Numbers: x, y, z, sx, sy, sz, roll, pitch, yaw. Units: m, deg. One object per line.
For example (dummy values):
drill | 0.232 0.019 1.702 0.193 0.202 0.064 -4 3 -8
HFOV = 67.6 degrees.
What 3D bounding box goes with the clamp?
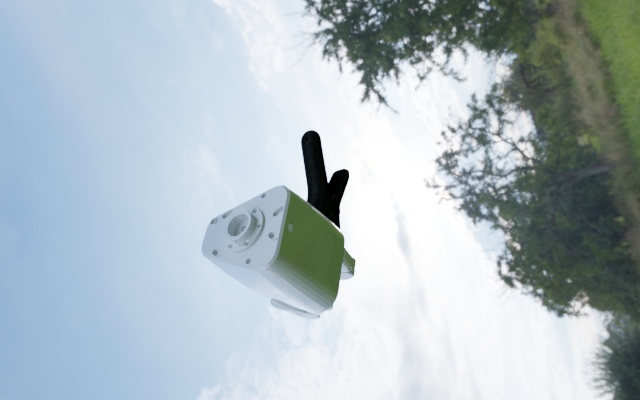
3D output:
clamp | 0.000 0.002 0.588 0.039 0.171 0.120 -12 -37 27
